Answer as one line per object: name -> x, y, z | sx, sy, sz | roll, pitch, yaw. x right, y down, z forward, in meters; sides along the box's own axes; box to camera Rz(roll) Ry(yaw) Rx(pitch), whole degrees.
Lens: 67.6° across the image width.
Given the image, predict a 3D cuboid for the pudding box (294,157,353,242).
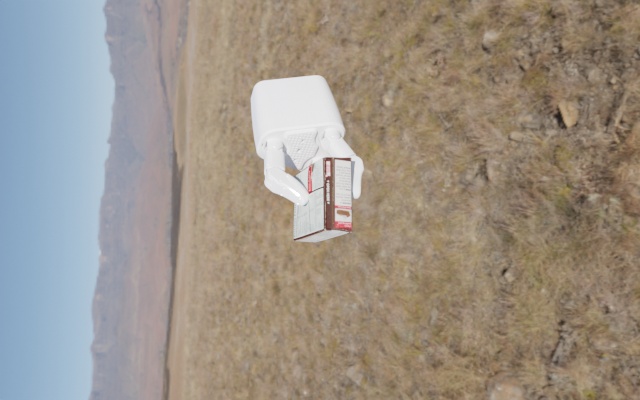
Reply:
pudding box -> 0.000, 0.002, 0.590 | 0.039, 0.090, 0.113 | 3, -11, -20
